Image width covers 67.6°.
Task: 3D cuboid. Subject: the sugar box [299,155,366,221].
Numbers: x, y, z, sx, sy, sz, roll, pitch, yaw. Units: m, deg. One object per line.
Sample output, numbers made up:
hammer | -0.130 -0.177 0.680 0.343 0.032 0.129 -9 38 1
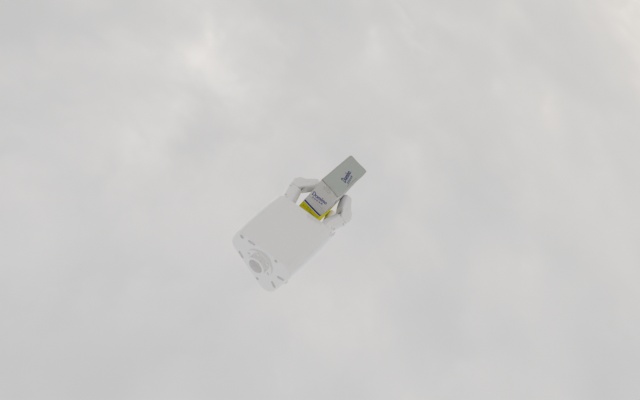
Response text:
sugar box | 0.000 0.003 0.831 0.093 0.048 0.176 -42 -1 -42
